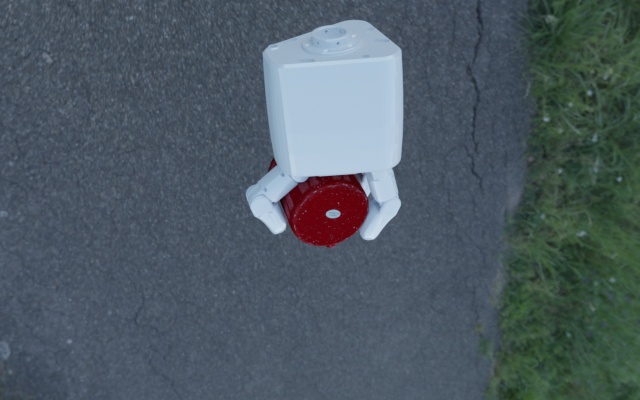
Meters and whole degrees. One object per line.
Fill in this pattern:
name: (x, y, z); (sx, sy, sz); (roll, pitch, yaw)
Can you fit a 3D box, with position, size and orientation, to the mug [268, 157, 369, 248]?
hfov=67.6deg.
mug: (0.000, 0.003, 0.501); (0.093, 0.117, 0.081); (-15, 40, -10)
